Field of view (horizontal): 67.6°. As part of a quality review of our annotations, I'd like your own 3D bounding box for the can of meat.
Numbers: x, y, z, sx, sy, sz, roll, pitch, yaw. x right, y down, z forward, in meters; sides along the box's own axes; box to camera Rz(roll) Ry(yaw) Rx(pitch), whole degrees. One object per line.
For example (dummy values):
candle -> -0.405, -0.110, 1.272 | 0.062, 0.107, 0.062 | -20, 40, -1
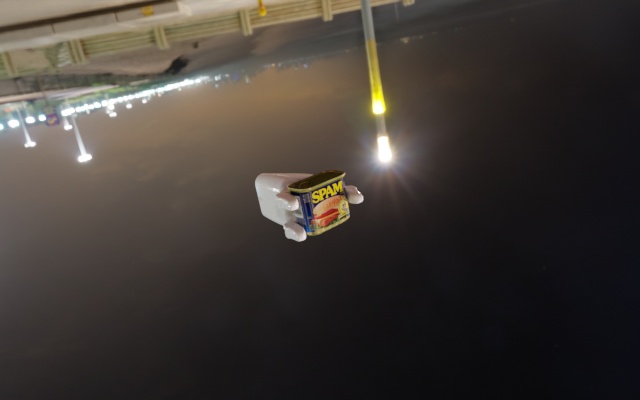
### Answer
can of meat -> 0.000, 0.003, 0.821 | 0.102, 0.084, 0.057 | -24, 22, -36
